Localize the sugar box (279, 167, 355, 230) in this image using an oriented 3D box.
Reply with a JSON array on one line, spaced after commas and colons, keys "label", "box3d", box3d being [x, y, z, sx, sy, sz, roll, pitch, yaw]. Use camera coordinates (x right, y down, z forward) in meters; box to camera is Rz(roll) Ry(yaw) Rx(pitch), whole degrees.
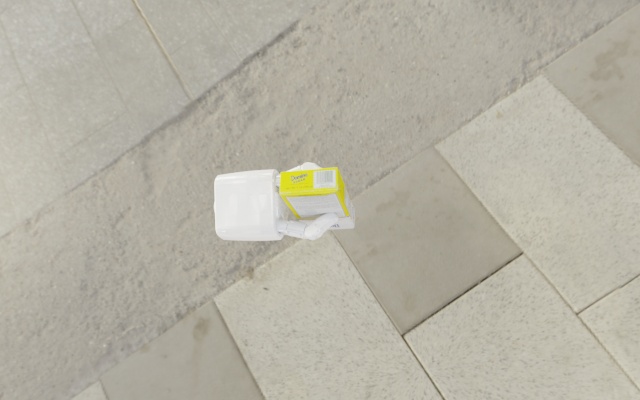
[{"label": "sugar box", "box3d": [0.000, 0.002, 0.793, 0.093, 0.048, 0.176, -3, -20, 10]}]
